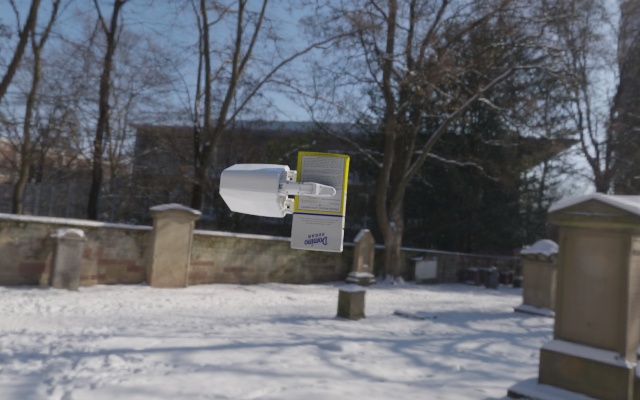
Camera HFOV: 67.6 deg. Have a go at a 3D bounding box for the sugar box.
[{"bbox_3d":[0.000,0.003,0.870,0.093,0.176,0.048,5,-3,7],"label":"sugar box"}]
